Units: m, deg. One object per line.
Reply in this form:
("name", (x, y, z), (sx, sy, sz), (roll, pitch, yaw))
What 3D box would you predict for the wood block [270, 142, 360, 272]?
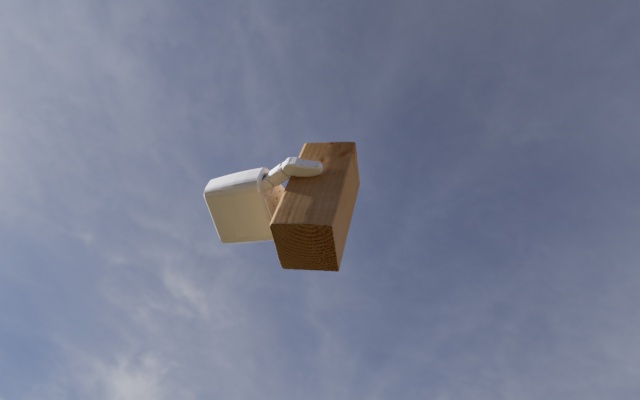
("wood block", (0.000, 0.002, 0.738), (0.090, 0.091, 0.206), (1, 39, 15))
